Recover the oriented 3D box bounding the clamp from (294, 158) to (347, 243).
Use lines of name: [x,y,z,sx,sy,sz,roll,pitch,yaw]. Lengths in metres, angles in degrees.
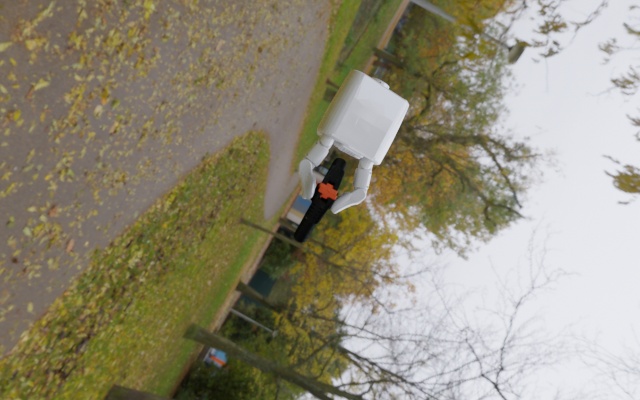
clamp: [0.001,0.003,0.753,0.036,0.164,0.210,27,2,-1]
